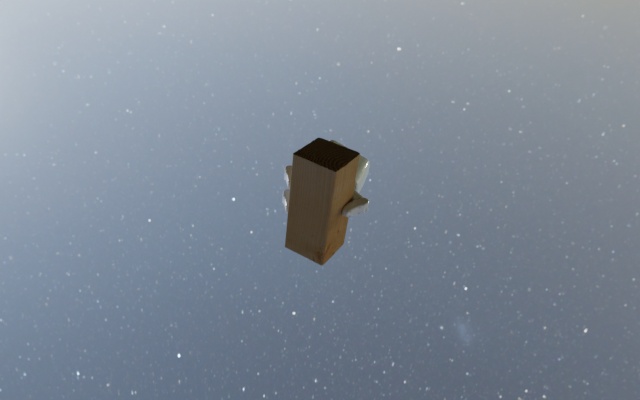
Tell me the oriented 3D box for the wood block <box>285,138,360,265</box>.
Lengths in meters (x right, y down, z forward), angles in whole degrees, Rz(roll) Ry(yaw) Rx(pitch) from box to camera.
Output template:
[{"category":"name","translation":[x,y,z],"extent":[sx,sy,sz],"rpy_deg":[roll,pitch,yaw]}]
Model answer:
[{"category":"wood block","translation":[0.001,0.003,0.884],"extent":[0.091,0.206,0.090],"rpy_deg":[24,37,23]}]
